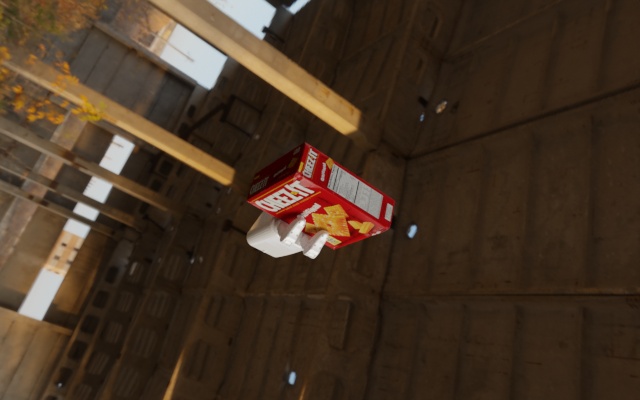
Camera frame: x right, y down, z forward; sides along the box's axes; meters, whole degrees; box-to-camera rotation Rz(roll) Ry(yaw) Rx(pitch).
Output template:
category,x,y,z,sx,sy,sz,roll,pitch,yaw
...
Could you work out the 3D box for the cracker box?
category,x,y,z,sx,sy,sz,roll,pitch,yaw
cracker box,0.000,0.003,0.866,0.214,0.072,0.164,30,-34,-27
